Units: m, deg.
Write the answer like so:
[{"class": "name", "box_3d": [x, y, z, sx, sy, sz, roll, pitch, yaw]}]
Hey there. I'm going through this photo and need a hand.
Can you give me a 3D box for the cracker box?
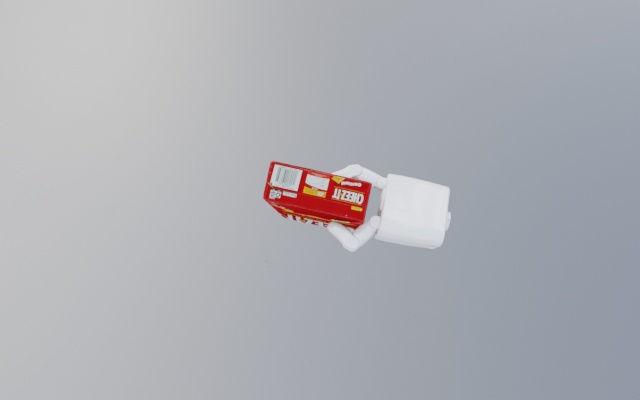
[{"class": "cracker box", "box_3d": [0.000, 0.003, 0.834, 0.164, 0.072, 0.214, 12, -8, 5]}]
